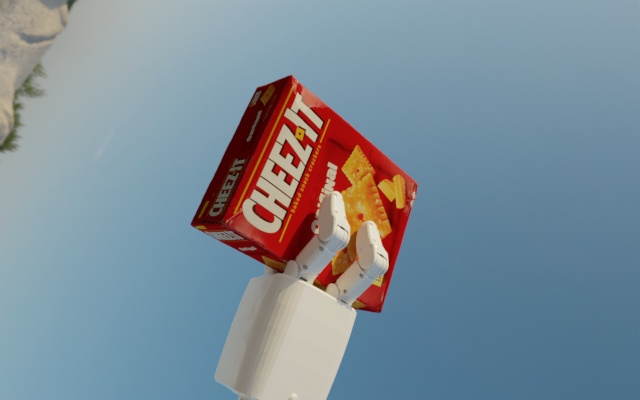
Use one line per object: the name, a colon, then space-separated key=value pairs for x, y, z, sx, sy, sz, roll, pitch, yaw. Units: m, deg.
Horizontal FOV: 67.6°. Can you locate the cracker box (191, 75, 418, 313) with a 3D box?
cracker box: x=0.000 y=0.002 z=0.501 sx=0.214 sy=0.164 sz=0.072 roll=35 pitch=-25 yaw=-33
